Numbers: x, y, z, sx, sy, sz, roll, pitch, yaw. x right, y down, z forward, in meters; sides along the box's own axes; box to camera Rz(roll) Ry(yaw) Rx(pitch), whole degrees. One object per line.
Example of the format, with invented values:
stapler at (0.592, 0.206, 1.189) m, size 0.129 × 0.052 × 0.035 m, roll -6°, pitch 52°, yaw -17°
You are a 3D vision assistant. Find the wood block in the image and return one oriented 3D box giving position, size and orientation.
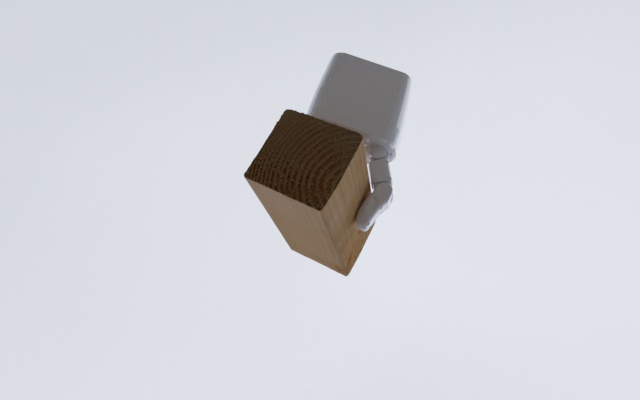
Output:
wood block at (0.001, 0.002, 0.546) m, size 0.091 × 0.090 × 0.206 m, roll 23°, pitch -19°, yaw 20°
